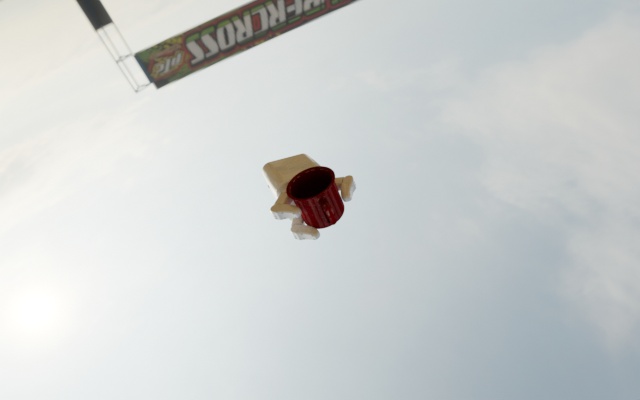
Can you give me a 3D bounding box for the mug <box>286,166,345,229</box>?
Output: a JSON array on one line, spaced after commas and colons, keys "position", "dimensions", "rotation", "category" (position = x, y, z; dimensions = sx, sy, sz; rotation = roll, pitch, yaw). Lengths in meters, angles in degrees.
[{"position": [0.001, 0.004, 0.861], "dimensions": [0.093, 0.082, 0.117], "rotation": [-31, 37, -9], "category": "mug"}]
